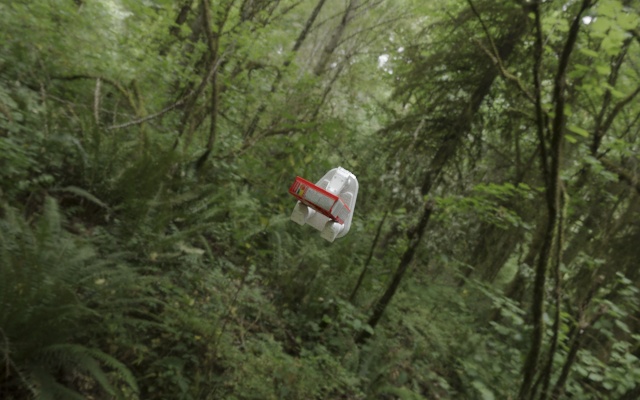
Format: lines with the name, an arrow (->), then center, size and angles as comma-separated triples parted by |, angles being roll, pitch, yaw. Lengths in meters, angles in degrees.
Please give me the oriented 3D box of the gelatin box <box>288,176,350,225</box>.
gelatin box -> 0.000, 0.002, 0.716 | 0.073, 0.030, 0.089 | 28, -6, 19
